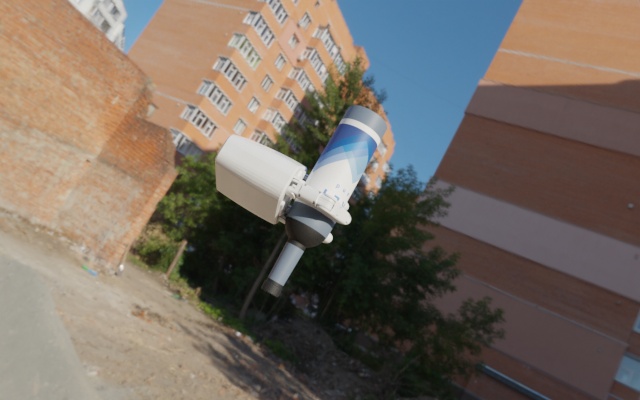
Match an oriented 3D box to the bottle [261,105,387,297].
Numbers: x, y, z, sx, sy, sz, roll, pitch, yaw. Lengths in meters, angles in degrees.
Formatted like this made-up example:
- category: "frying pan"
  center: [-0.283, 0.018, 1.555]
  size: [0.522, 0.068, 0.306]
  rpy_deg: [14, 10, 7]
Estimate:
- category: "bottle"
  center: [0.000, 0.002, 0.688]
  size: [0.069, 0.295, 0.069]
  rpy_deg: [28, -11, 6]
